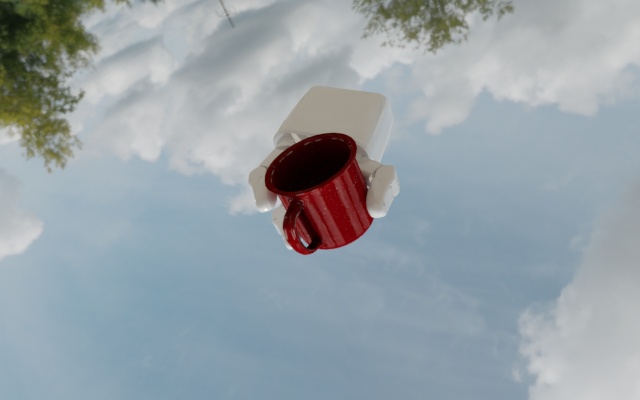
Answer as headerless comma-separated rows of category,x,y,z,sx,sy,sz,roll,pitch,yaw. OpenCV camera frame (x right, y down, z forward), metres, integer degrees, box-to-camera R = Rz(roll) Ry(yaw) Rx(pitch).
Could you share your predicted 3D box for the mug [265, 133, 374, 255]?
mug,0.000,0.003,0.459,0.093,0.081,0.117,-2,41,30
